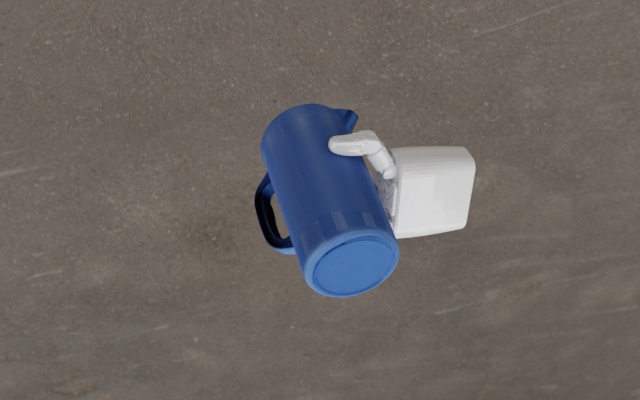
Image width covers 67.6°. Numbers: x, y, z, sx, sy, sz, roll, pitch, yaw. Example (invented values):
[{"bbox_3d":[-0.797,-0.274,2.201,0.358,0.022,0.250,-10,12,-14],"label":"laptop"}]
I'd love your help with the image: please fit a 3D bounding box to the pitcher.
[{"bbox_3d":[0.000,0.002,0.597,0.145,0.149,0.242,-4,41,-14],"label":"pitcher"}]
